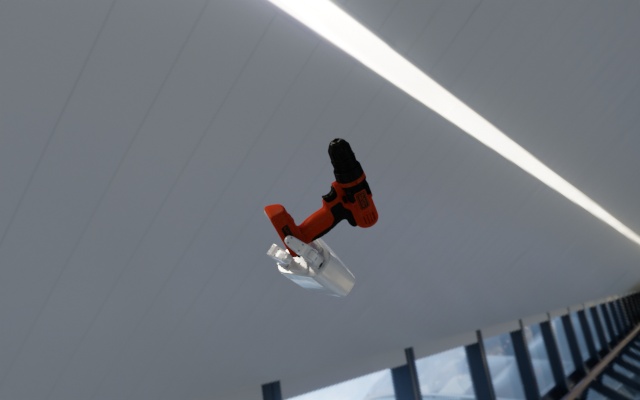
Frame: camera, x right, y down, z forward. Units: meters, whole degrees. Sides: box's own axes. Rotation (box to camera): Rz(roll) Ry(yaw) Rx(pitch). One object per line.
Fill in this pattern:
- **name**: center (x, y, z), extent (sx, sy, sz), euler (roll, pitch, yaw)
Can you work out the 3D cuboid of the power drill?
- **power drill**: center (0.000, 0.003, 0.845), extent (0.187, 0.184, 0.057), euler (-28, 28, -6)
